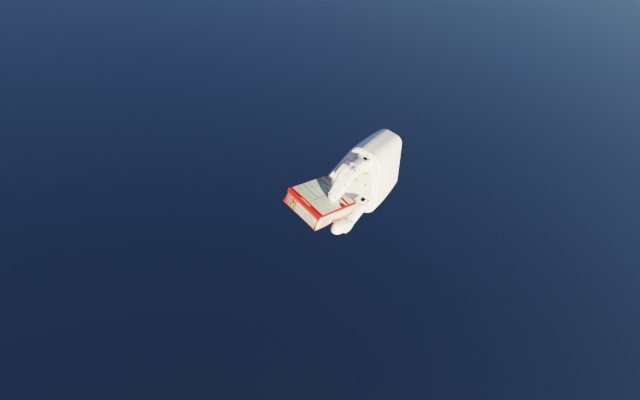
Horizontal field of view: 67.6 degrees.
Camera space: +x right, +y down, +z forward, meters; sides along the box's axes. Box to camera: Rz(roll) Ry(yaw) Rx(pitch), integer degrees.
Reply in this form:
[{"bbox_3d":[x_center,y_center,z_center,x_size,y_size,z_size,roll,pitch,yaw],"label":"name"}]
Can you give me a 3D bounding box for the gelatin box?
[{"bbox_3d":[0.000,0.002,0.738,0.073,0.030,0.089,43,40,24],"label":"gelatin box"}]
